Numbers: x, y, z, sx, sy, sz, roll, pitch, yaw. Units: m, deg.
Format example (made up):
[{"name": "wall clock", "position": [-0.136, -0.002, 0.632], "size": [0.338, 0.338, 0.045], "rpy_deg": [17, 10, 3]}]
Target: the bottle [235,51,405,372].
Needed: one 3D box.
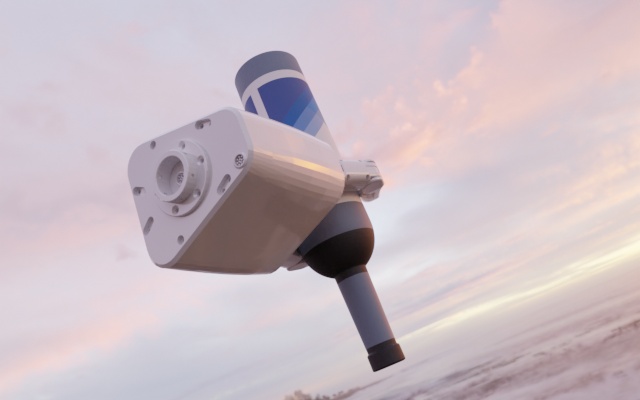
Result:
[{"name": "bottle", "position": [0.000, 0.001, 0.421], "size": [0.069, 0.295, 0.069], "rpy_deg": [-20, -21, -8]}]
